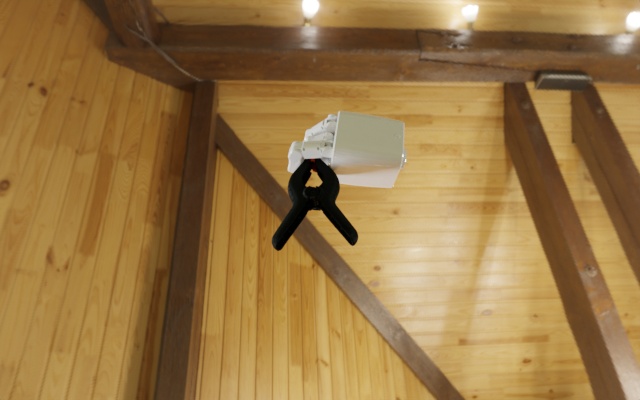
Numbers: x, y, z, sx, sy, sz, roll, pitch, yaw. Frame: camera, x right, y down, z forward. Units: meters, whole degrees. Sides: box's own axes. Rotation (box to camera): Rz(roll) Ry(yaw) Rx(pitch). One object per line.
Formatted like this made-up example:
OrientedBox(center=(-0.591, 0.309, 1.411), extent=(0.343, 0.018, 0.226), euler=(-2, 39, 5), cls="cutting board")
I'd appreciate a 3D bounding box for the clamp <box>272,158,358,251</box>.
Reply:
OrientedBox(center=(0.000, 0.003, 0.706), extent=(0.120, 0.171, 0.039), euler=(6, -34, 3), cls="clamp")
